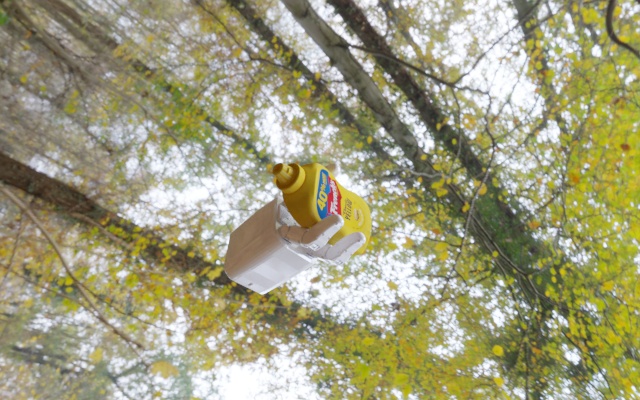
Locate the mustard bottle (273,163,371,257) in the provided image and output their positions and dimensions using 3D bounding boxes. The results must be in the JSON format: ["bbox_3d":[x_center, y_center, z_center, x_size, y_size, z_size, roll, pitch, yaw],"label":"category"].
[{"bbox_3d":[0.001,0.002,0.674,0.058,0.096,0.192,-14,-36,35],"label":"mustard bottle"}]
